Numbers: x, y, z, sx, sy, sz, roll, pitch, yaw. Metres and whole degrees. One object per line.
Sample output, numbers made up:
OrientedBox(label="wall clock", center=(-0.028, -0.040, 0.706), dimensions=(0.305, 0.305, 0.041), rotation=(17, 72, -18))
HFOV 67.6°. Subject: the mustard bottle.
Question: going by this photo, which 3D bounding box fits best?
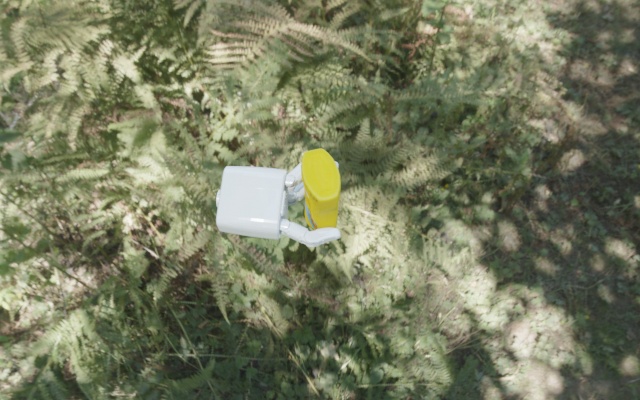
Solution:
OrientedBox(label="mustard bottle", center=(0.000, 0.003, 0.811), dimensions=(0.058, 0.096, 0.192), rotation=(-15, -27, -8))
